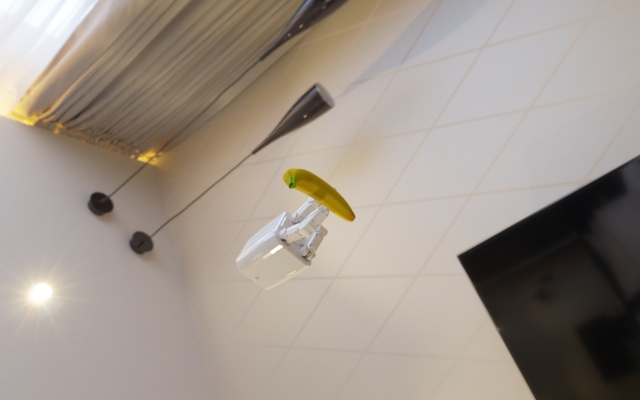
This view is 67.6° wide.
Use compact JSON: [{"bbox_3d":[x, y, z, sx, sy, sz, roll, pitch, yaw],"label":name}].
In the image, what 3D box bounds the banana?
[{"bbox_3d":[-0.007,-0.013,0.824,0.037,0.069,0.198,-35,-34,22],"label":"banana"}]
